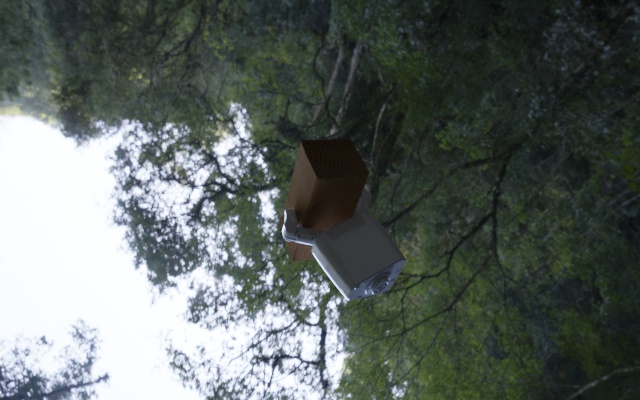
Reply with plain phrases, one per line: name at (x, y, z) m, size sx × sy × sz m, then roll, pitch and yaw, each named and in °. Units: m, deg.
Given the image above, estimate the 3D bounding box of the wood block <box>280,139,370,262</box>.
wood block at (0.000, 0.003, 0.816) m, size 0.091 × 0.090 × 0.206 m, roll -5°, pitch -42°, yaw -22°
